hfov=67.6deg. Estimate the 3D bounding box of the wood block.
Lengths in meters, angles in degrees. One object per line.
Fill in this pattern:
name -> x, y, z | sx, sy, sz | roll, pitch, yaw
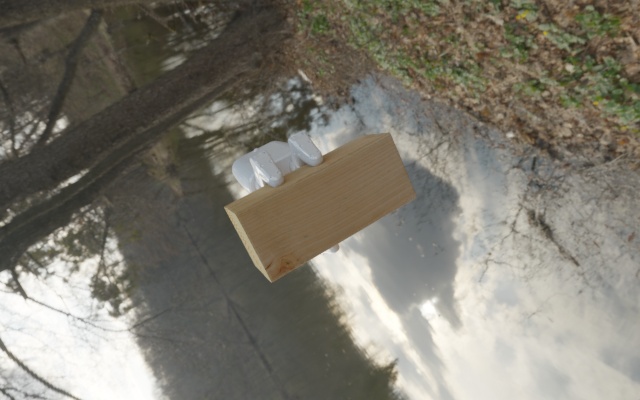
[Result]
wood block -> 0.000, 0.002, 0.589 | 0.206, 0.091, 0.090 | -29, 14, -15
